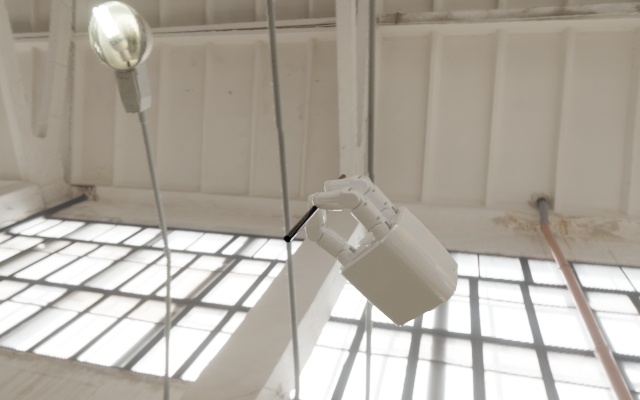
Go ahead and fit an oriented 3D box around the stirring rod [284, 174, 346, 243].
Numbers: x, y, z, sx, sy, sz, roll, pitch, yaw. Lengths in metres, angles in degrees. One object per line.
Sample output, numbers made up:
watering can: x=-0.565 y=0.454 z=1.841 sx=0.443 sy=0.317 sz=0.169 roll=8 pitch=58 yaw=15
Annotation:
stirring rod: x=0.000 y=0.002 z=0.592 sx=0.011 sy=0.011 sz=0.239 roll=0 pitch=18 yaw=17
